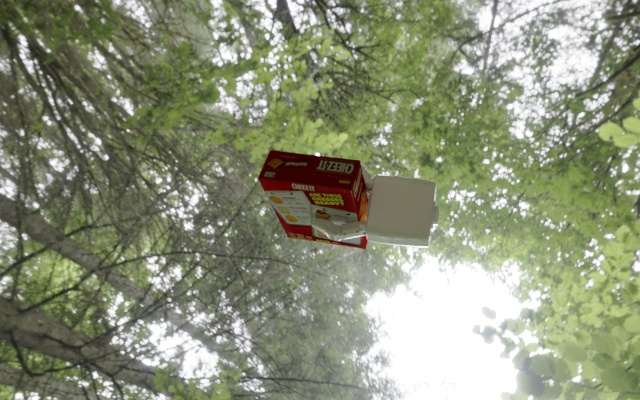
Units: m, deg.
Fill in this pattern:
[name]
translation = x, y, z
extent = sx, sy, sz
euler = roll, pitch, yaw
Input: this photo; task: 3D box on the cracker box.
[cracker box]
translation = 0.000, 0.003, 0.868
extent = 0.164, 0.072, 0.214
euler = 8, -30, 16
